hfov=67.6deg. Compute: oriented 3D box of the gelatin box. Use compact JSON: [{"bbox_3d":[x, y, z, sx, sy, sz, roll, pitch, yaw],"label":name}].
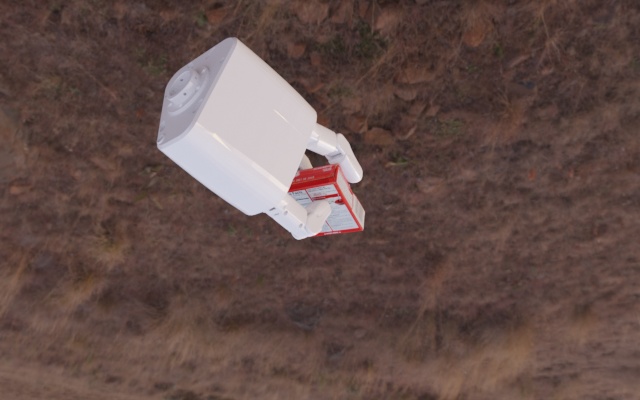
[{"bbox_3d":[0.000,0.002,0.525,0.073,0.030,0.089,-9,-42,23],"label":"gelatin box"}]
